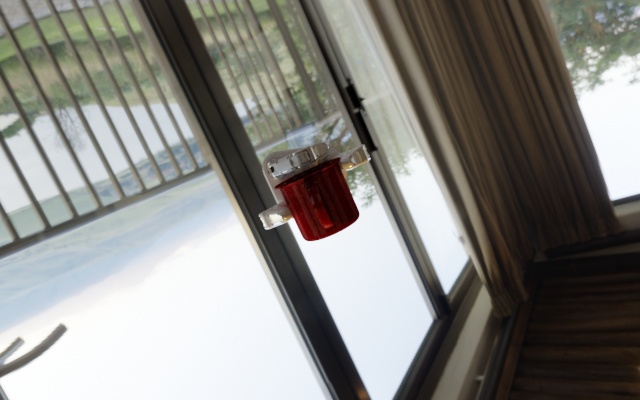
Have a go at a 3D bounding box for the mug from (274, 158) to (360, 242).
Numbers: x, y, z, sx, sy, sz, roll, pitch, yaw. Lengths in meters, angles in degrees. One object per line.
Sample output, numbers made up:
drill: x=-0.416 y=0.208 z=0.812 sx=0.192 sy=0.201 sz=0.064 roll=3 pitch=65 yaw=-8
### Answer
mug: x=0.000 y=0.002 z=0.602 sx=0.093 sy=0.081 sz=0.117 roll=-24 pitch=8 yaw=1
